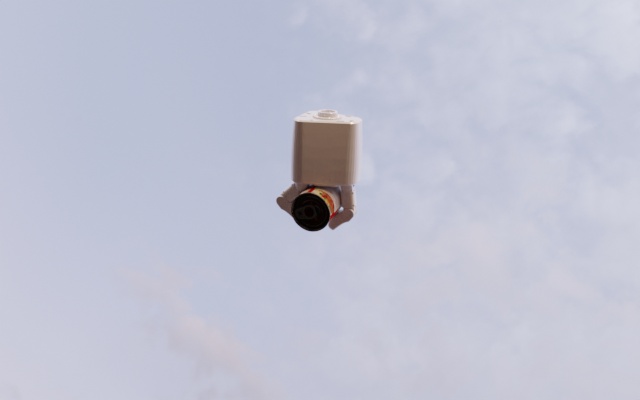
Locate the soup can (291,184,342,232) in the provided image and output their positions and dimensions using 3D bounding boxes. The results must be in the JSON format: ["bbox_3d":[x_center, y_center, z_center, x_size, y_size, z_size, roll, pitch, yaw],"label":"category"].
[{"bbox_3d":[0.000,0.003,0.815,0.068,0.068,0.102,0,19,21],"label":"soup can"}]
